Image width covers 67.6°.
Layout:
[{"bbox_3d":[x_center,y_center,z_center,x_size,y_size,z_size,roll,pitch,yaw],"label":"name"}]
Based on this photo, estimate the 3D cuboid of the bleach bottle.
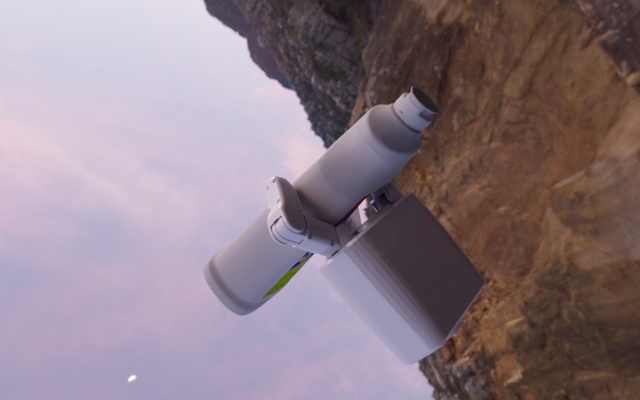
[{"bbox_3d":[0.000,0.001,0.421,0.251,0.068,0.102,-45,-8,32],"label":"bleach bottle"}]
